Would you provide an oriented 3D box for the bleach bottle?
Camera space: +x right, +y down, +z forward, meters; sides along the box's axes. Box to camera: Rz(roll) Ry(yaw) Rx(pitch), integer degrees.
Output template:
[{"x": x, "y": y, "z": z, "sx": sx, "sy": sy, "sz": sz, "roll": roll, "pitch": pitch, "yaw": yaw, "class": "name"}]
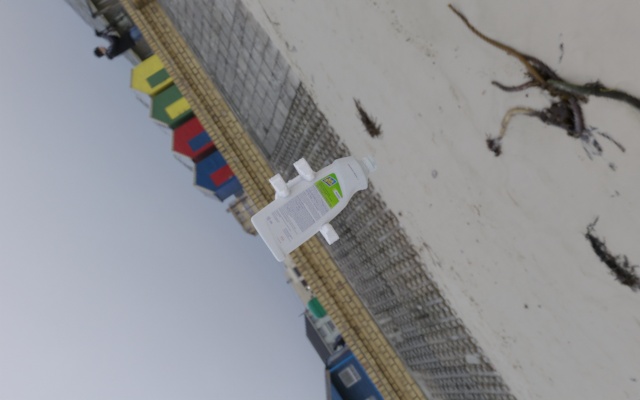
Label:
[{"x": 0.000, "y": 0.003, "z": 0.892, "sx": 0.251, "sy": 0.102, "sz": 0.068, "roll": -34, "pitch": 7, "yaw": -4, "class": "bleach bottle"}]
